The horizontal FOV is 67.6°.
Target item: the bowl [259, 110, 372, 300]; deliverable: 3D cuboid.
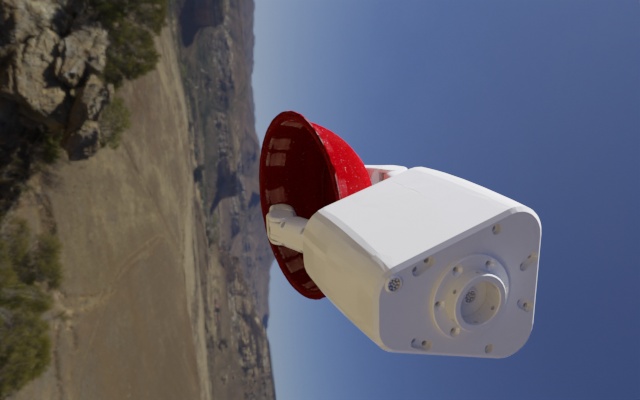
[{"bbox_3d":[0.000,0.001,0.421,0.055,0.162,0.162,-10,5,-27],"label":"bowl"}]
